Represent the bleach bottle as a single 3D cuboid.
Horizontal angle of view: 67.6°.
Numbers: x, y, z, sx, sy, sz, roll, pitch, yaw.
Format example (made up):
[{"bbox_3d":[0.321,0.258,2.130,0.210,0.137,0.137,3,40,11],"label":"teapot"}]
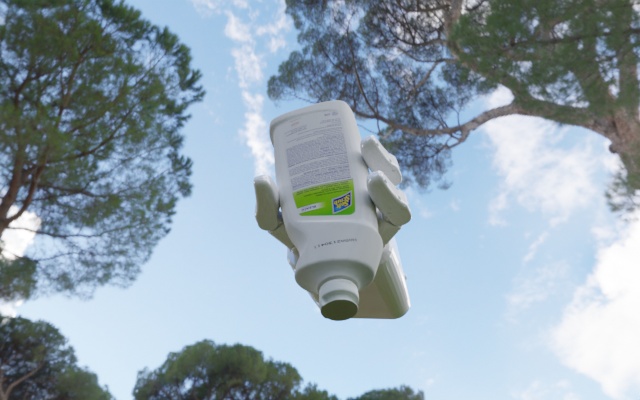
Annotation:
[{"bbox_3d":[0.000,0.001,0.455,0.102,0.068,0.250,-16,41,10],"label":"bleach bottle"}]
